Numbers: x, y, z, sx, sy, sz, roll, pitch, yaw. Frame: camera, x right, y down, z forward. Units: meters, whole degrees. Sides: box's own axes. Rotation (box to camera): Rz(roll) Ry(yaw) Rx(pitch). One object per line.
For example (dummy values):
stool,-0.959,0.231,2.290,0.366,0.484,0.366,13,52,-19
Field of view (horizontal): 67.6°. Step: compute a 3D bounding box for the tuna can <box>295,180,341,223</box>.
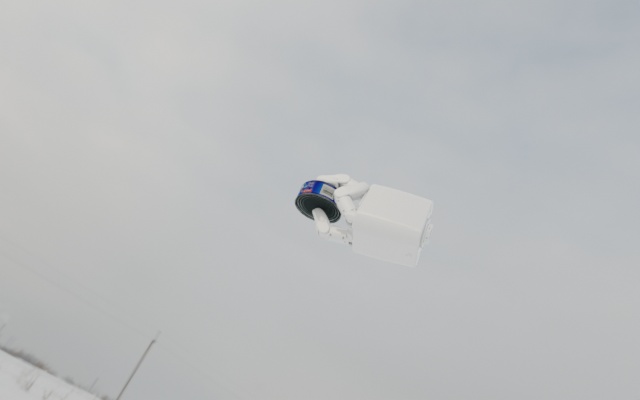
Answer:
tuna can,0.000,0.002,0.843,0.086,0.033,0.086,16,-32,10
